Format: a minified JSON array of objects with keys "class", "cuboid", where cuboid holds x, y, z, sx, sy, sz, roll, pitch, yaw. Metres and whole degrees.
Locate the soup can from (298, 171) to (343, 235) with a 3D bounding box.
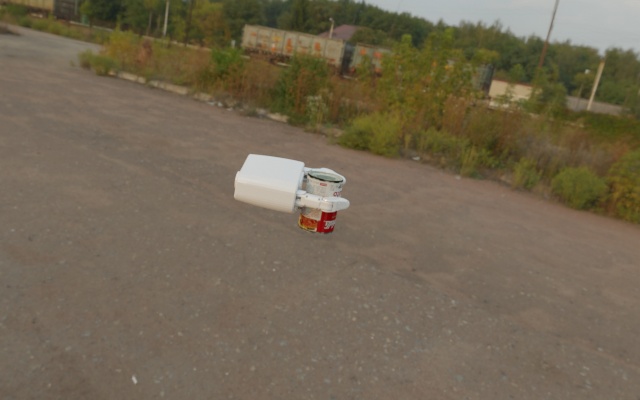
[{"class":"soup can","cuboid":[0.001,0.003,0.875,0.068,0.102,0.068,10,15,-3]}]
